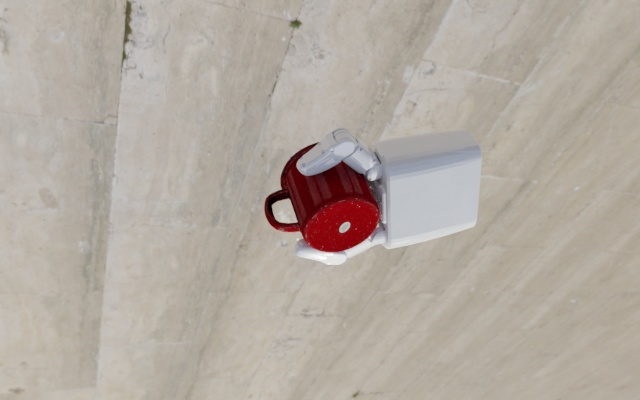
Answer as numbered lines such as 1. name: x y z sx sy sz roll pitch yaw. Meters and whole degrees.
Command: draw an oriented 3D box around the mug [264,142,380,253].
1. mug: -0.001 0.002 0.494 0.117 0.093 0.081 -12 46 -9
